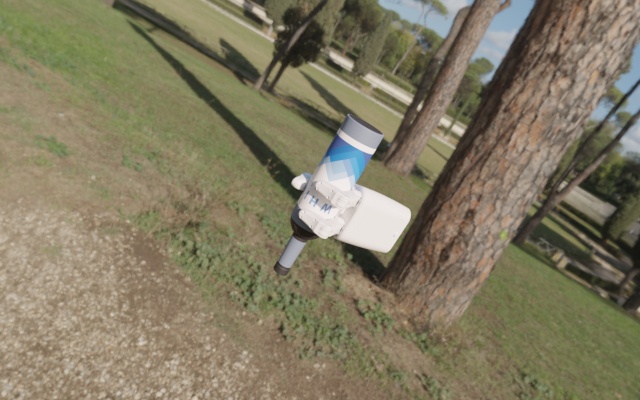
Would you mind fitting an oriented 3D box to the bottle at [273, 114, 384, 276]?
[{"bbox_3d":[0.000,0.002,0.790,0.069,0.296,0.069,27,18,-10],"label":"bottle"}]
